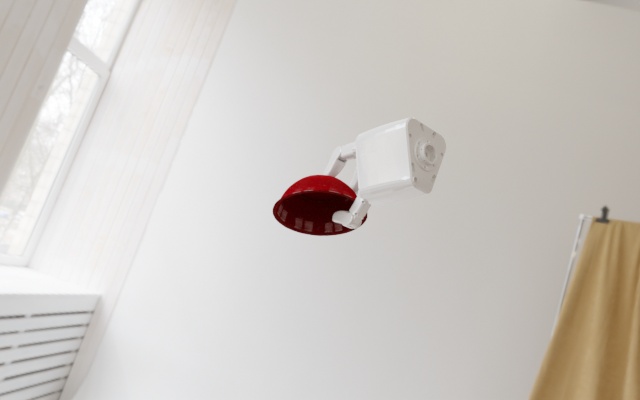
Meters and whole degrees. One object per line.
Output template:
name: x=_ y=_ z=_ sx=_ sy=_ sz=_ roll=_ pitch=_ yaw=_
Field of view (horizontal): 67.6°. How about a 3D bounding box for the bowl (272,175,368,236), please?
bowl: x=-0.001 y=0.003 z=0.825 sx=0.162 sy=0.055 sz=0.162 roll=2 pitch=-30 yaw=1
